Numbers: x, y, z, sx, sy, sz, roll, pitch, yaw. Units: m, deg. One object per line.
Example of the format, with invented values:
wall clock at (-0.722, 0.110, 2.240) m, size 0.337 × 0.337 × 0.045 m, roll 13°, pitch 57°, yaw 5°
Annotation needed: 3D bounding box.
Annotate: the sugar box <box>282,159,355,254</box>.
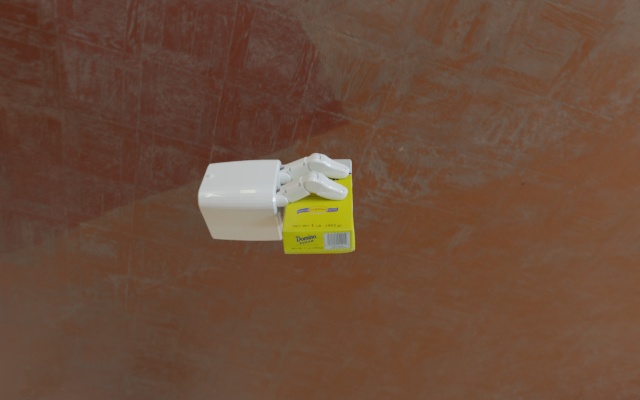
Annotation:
sugar box at (0.000, 0.002, 0.677) m, size 0.093 × 0.048 × 0.176 m, roll -1°, pitch 38°, yaw 2°
